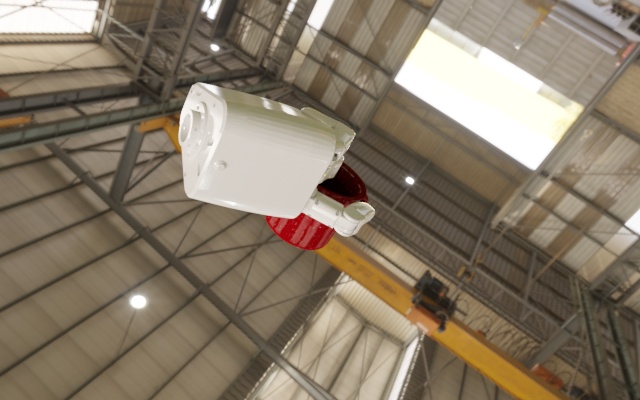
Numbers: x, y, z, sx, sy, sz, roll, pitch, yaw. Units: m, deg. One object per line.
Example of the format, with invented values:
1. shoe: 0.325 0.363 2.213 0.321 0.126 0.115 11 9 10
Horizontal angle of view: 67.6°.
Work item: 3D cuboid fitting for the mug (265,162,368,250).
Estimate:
1. mug: 0.001 0.002 0.533 0.117 0.081 0.093 12 33 -34
